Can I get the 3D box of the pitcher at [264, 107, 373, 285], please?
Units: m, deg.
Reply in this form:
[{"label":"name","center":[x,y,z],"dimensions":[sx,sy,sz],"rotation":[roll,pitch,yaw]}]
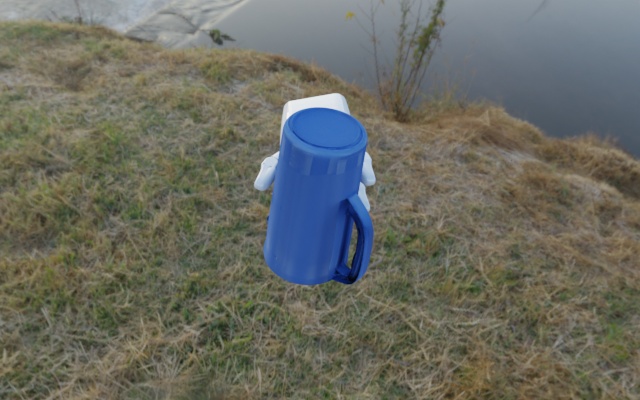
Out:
[{"label":"pitcher","center":[0.000,0.002,0.670],"dimensions":[0.149,0.243,0.145],"rotation":[5,42,-6]}]
